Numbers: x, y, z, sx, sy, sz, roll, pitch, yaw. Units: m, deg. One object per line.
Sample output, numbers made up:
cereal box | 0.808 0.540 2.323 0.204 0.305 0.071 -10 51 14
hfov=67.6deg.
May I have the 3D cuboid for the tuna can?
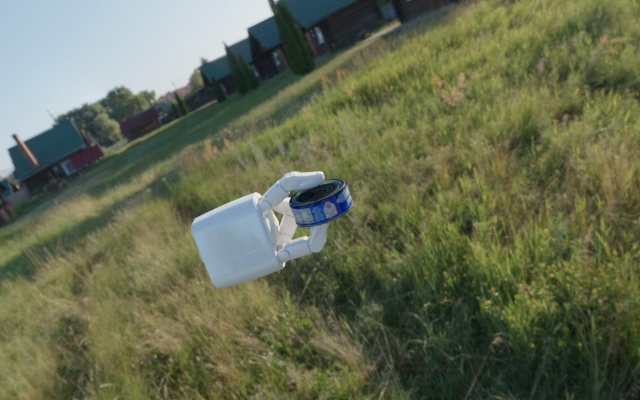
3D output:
tuna can | 0.000 0.002 0.662 0.086 0.034 0.086 -18 18 6
